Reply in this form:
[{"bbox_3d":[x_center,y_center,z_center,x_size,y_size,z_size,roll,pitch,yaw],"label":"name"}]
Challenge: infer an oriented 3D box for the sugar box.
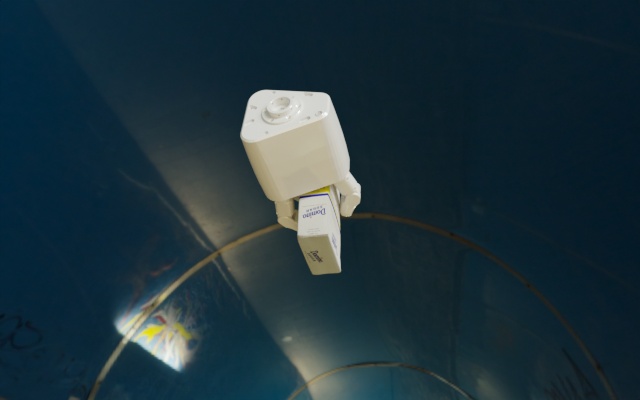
[{"bbox_3d":[0.000,0.002,0.653,0.048,0.176,0.093,-5,-39,11],"label":"sugar box"}]
